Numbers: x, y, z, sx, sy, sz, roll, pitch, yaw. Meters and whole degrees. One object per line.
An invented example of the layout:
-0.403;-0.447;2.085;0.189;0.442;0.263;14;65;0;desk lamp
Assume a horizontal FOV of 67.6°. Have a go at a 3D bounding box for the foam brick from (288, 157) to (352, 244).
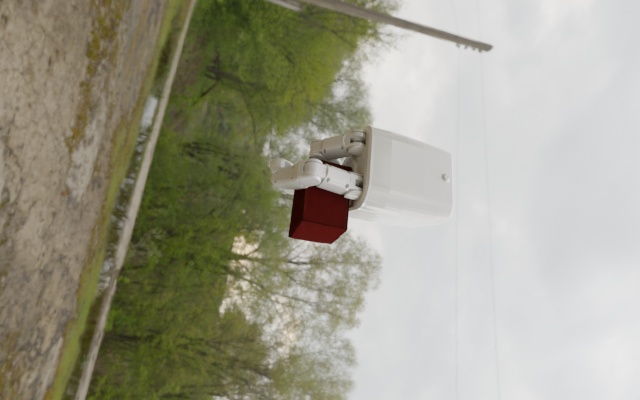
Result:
0.000;0.002;0.522;0.051;0.078;0.053;14;-26;-15;foam brick
